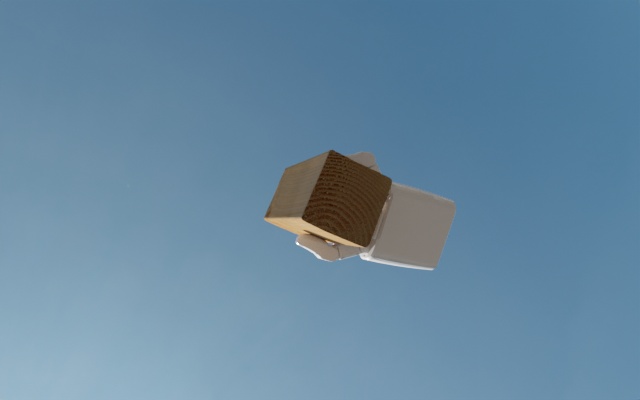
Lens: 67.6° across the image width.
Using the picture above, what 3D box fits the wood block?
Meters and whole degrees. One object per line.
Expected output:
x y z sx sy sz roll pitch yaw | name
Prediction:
0.000 0.003 0.645 0.090 0.091 0.206 24 -10 -16 | wood block
